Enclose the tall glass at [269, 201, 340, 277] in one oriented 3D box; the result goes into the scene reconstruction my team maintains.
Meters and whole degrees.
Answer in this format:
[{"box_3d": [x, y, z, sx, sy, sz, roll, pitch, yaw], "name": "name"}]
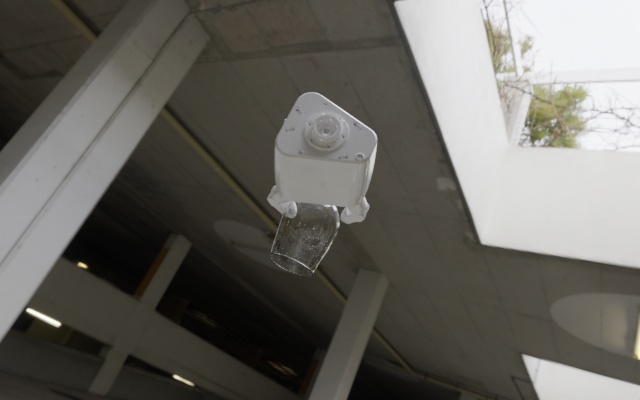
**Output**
[{"box_3d": [0.000, 0.002, 0.655, 0.079, 0.201, 0.079, 21, -25, 10], "name": "tall glass"}]
